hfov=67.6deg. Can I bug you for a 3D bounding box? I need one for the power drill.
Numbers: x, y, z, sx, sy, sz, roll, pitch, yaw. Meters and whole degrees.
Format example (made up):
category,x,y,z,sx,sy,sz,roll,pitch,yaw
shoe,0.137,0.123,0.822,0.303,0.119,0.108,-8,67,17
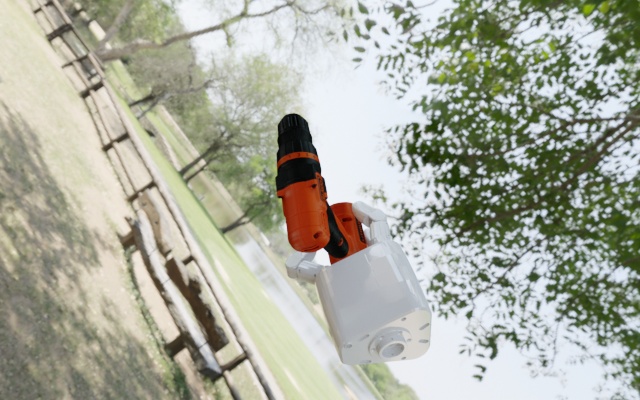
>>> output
category,x,y,z,sx,sy,sz,roll,pitch,yaw
power drill,0.000,0.002,0.613,0.057,0.184,0.188,-17,-31,17
